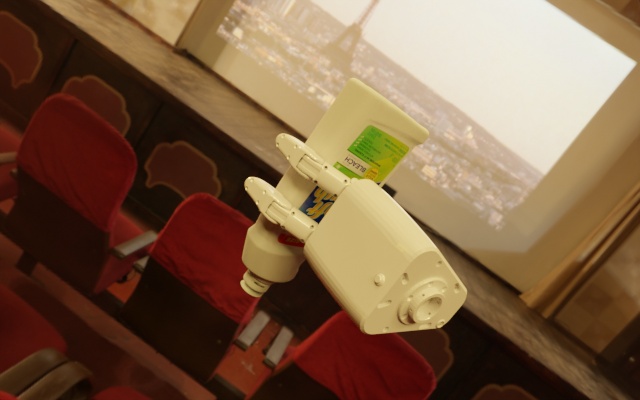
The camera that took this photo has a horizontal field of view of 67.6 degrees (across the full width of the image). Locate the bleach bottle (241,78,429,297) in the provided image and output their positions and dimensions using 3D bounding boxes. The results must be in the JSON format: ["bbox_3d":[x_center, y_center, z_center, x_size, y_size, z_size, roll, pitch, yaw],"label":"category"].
[{"bbox_3d":[0.000,0.002,0.510,0.102,0.251,0.068,25,16,-39],"label":"bleach bottle"}]
